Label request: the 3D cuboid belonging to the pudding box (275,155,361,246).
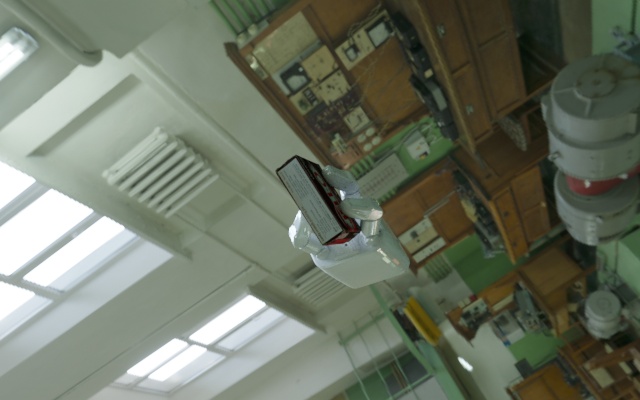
[{"bbox_3d":[0.000,0.002,0.600,0.039,0.113,0.090,-38,-13,11],"label":"pudding box"}]
